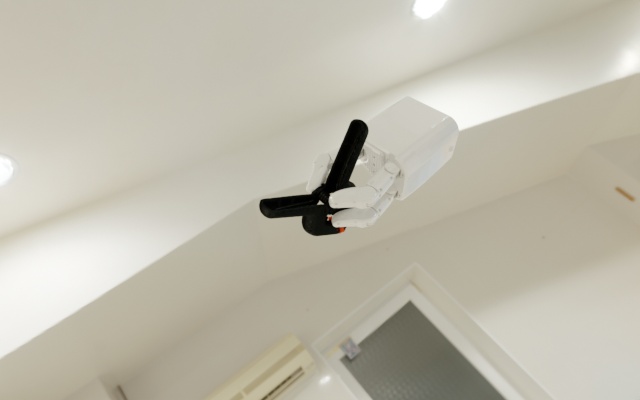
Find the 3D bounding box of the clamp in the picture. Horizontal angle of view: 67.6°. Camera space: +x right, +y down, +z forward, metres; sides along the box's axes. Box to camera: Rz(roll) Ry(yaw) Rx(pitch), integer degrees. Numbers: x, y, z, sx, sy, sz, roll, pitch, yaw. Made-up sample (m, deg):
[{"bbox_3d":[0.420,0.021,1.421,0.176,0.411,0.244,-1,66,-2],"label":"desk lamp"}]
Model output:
[{"bbox_3d":[0.000,0.002,0.638,0.164,0.036,0.210,-38,-26,-15],"label":"clamp"}]
